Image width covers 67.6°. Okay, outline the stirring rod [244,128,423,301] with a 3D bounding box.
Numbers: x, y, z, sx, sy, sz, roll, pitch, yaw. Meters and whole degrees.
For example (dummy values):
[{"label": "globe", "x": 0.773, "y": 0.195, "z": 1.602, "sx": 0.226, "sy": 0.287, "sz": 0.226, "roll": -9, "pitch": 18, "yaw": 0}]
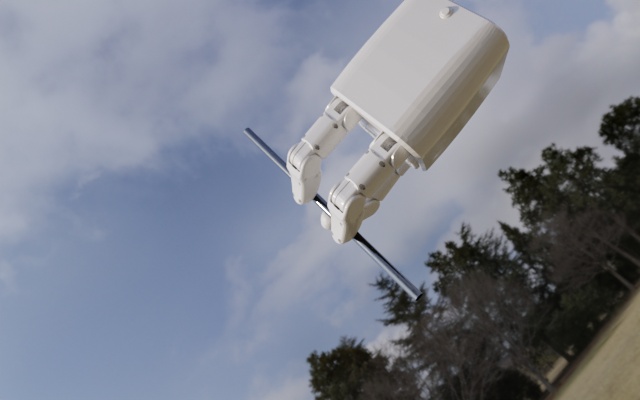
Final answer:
[{"label": "stirring rod", "x": 0.000, "y": 0.001, "z": 0.422, "sx": 0.011, "sy": 0.011, "sz": 0.239, "roll": 0, "pitch": 37, "yaw": -50}]
